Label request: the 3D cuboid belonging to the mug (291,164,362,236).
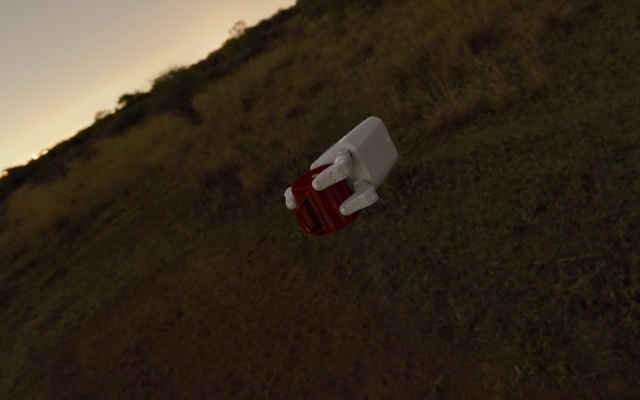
[{"bbox_3d":[-0.001,0.003,0.734,0.093,0.081,0.117,-10,26,44],"label":"mug"}]
